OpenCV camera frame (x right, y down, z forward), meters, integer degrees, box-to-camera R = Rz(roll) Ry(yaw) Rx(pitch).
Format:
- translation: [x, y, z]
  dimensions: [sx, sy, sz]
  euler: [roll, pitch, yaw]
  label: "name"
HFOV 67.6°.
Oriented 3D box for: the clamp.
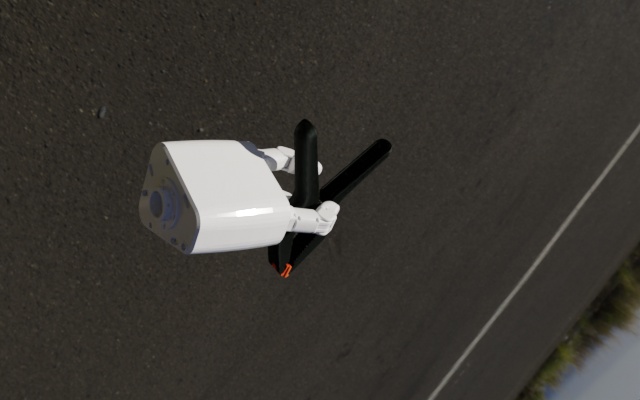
- translation: [0.000, 0.003, 0.579]
  dimensions: [0.164, 0.210, 0.036]
  euler: [-4, 38, -46]
  label: "clamp"
